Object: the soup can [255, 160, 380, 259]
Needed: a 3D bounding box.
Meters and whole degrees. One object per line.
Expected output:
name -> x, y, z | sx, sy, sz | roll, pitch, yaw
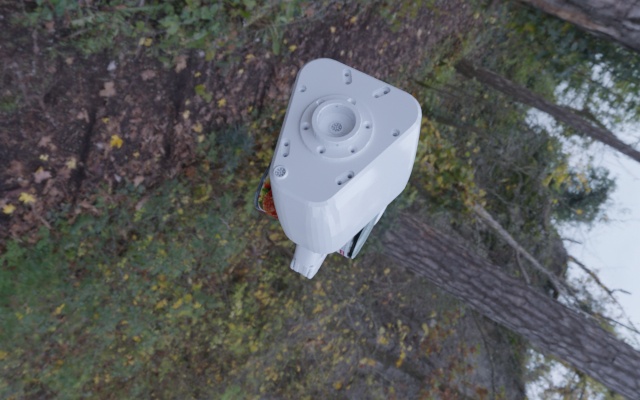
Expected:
soup can -> 0.000, 0.002, 0.445 | 0.102, 0.068, 0.068 | 28, 6, 12
